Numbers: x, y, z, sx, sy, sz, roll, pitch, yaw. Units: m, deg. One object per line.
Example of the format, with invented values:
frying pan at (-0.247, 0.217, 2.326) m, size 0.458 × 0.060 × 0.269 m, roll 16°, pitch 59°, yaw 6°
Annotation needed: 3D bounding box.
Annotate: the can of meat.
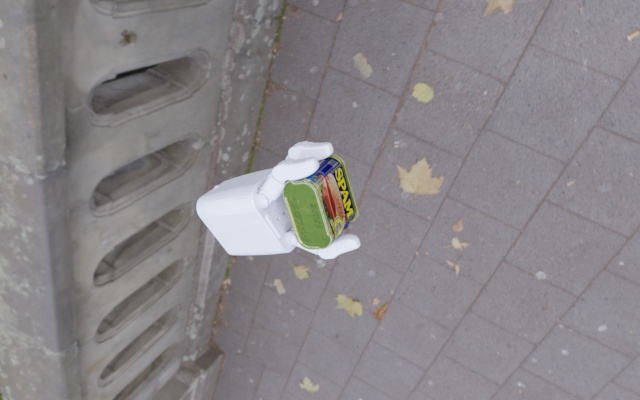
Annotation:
can of meat at (0.000, 0.002, 0.621) m, size 0.057 × 0.102 × 0.084 m, roll -5°, pitch 23°, yaw 30°
